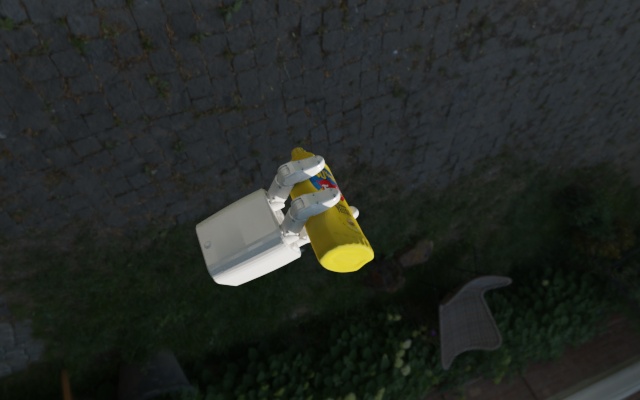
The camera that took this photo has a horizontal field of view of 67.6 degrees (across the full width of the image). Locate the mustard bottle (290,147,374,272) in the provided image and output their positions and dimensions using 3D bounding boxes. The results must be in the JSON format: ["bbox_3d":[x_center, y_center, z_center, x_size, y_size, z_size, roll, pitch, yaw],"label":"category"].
[{"bbox_3d":[0.000,0.002,0.649,0.058,0.191,0.096,-40,-34,22],"label":"mustard bottle"}]
